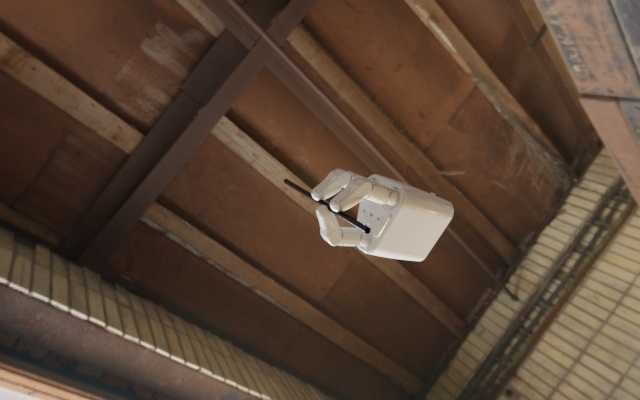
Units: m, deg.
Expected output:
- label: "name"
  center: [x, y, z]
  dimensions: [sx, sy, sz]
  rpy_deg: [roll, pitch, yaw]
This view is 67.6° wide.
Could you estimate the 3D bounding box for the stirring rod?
- label: "stirring rod"
  center: [0.000, 0.002, 0.659]
  dimensions: [0.011, 0.011, 0.239]
  rpy_deg: [0, 16, -29]
